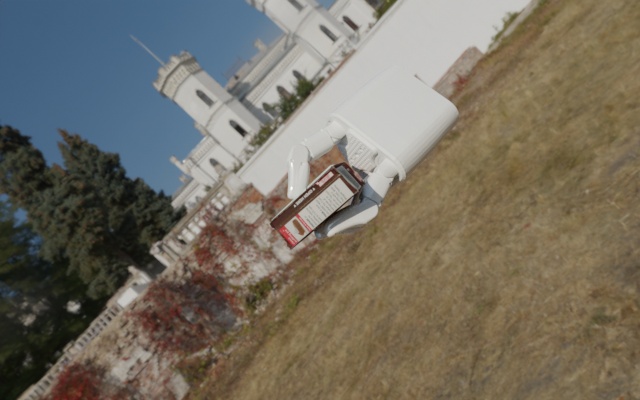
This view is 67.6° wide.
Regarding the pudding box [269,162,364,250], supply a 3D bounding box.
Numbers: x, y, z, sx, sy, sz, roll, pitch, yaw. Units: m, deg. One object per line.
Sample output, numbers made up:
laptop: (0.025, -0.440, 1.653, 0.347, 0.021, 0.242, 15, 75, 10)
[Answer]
pudding box: (0.000, 0.002, 0.511, 0.090, 0.039, 0.113, -42, -3, 10)
